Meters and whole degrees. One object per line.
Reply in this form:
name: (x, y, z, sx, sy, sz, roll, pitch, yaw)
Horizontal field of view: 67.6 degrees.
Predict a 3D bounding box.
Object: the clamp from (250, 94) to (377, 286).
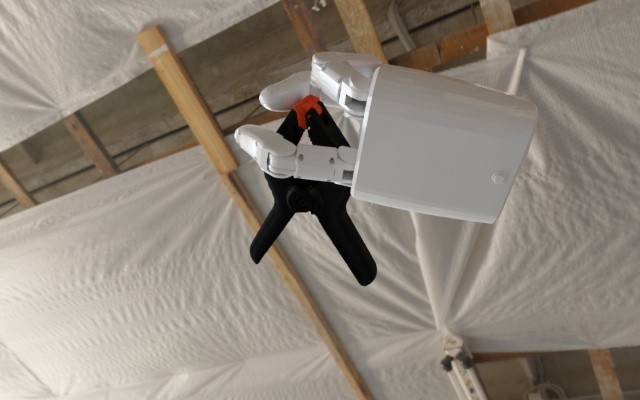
clamp: (0.000, 0.001, 0.402, 0.120, 0.172, 0.039, 13, 36, 6)
